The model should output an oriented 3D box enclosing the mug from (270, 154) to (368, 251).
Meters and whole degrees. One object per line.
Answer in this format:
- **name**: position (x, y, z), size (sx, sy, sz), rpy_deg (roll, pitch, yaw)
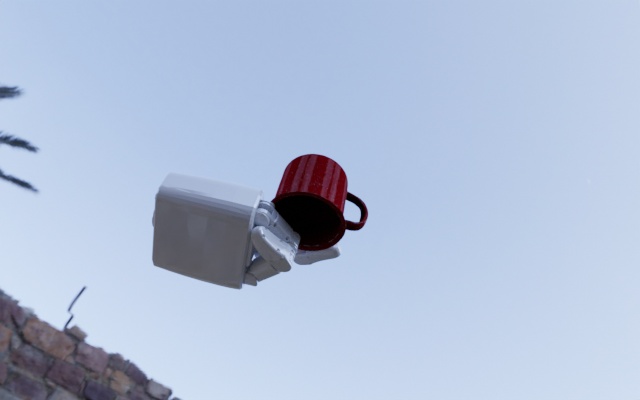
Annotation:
- **mug**: position (0.002, 0.002, 0.564), size (0.117, 0.093, 0.081), rpy_deg (14, 43, -1)
